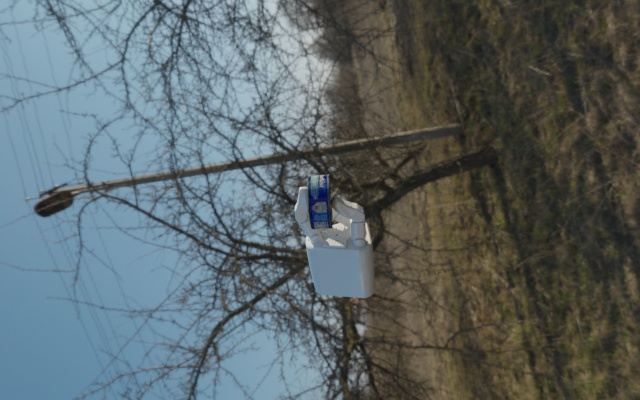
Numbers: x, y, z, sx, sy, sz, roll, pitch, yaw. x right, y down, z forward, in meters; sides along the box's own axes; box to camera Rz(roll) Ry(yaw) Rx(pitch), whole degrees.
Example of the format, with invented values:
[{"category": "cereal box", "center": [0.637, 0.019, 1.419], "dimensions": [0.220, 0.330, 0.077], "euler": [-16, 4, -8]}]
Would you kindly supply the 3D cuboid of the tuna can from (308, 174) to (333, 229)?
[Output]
[{"category": "tuna can", "center": [0.000, 0.002, 0.748], "dimensions": [0.034, 0.086, 0.086], "euler": [-3, 0, 3]}]
